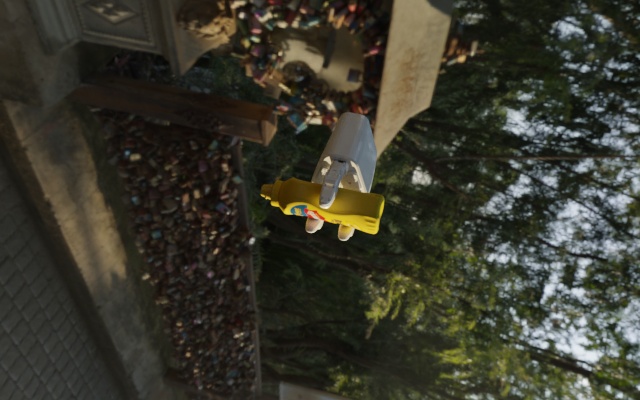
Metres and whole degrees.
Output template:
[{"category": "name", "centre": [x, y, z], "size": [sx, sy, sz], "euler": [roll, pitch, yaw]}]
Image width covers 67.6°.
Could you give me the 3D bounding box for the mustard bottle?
[{"category": "mustard bottle", "centre": [0.000, 0.003, 0.741], "size": [0.191, 0.058, 0.096], "euler": [13, -11, 9]}]
